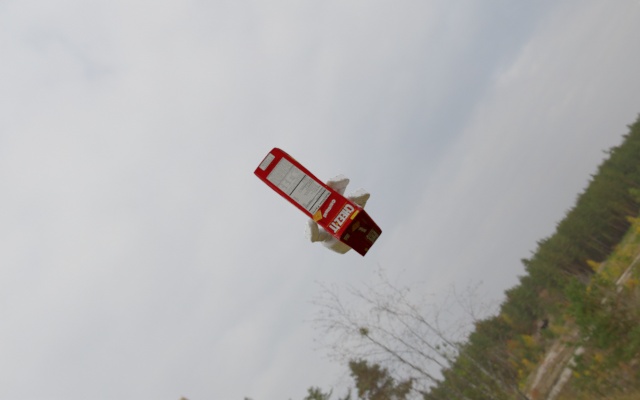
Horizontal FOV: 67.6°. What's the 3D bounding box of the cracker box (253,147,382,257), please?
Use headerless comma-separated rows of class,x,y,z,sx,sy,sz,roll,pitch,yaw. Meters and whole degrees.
cracker box,0.000,0.003,0.885,0.213,0.072,0.164,37,-1,25
